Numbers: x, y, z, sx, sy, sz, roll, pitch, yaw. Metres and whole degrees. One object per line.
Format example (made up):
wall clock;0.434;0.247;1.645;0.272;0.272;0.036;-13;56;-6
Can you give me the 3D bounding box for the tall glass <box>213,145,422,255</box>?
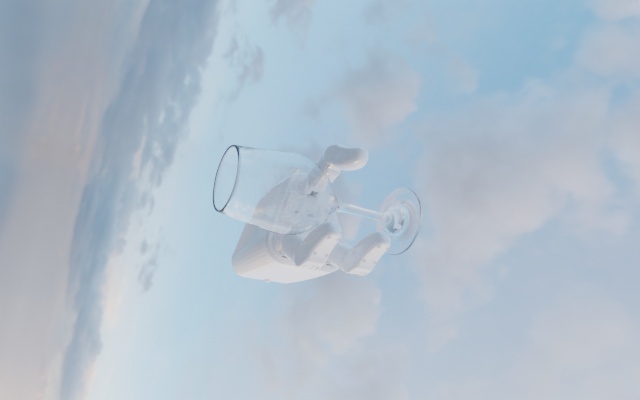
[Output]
tall glass;0.001;0.002;0.470;0.201;0.079;0.079;14;-7;-29
